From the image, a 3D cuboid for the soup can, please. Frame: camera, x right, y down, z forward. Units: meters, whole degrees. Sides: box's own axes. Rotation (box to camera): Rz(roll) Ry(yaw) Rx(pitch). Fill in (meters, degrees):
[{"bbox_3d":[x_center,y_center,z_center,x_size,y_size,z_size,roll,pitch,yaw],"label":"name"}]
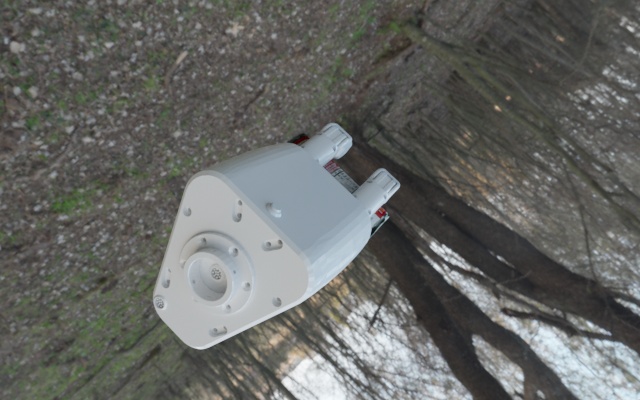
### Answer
[{"bbox_3d":[0.000,0.002,0.409,0.102,0.068,0.068,44,6,6],"label":"soup can"}]
